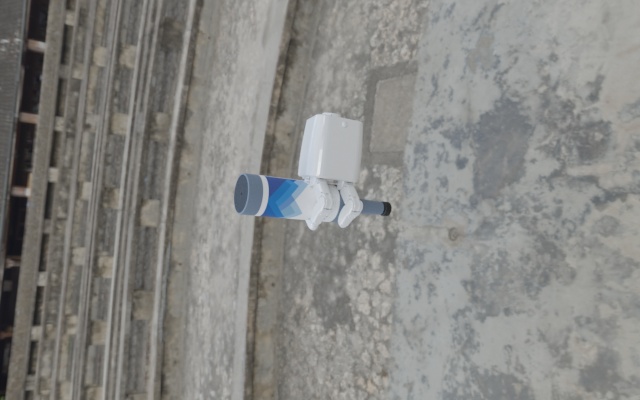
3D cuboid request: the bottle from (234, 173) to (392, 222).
[{"bbox_3d":[0.000,0.003,0.834,0.296,0.069,0.069,6,-3,-30],"label":"bottle"}]
